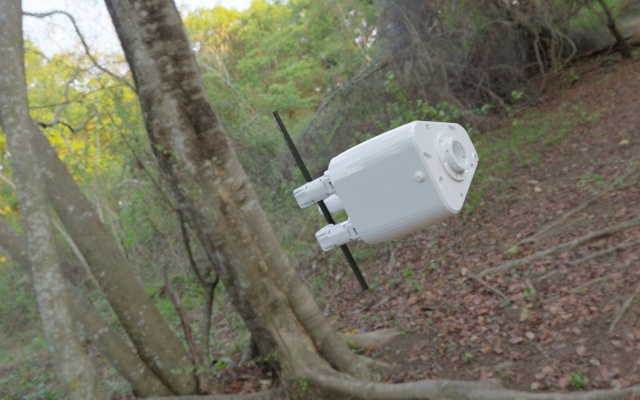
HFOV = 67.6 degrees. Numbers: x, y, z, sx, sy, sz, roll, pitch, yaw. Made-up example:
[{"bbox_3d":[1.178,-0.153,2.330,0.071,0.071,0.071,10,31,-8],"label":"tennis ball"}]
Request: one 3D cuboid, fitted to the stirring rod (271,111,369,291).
[{"bbox_3d":[0.000,0.002,0.574,0.011,0.239,0.011,-27,4,2],"label":"stirring rod"}]
